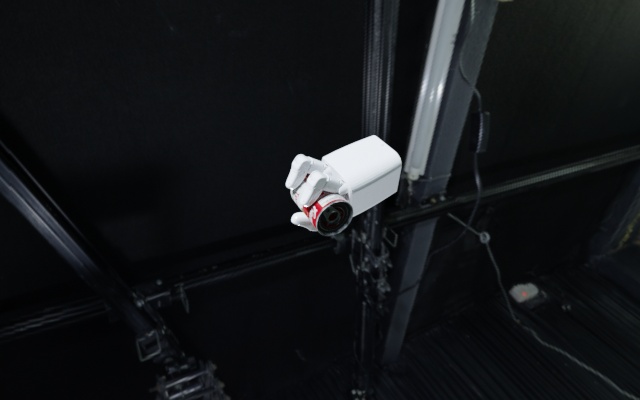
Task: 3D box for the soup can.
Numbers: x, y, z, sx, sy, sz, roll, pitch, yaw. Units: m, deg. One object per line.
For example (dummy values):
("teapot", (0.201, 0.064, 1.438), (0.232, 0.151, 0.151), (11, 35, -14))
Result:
("soup can", (0.000, 0.003, 0.801), (0.068, 0.068, 0.102), (0, 32, -34))
